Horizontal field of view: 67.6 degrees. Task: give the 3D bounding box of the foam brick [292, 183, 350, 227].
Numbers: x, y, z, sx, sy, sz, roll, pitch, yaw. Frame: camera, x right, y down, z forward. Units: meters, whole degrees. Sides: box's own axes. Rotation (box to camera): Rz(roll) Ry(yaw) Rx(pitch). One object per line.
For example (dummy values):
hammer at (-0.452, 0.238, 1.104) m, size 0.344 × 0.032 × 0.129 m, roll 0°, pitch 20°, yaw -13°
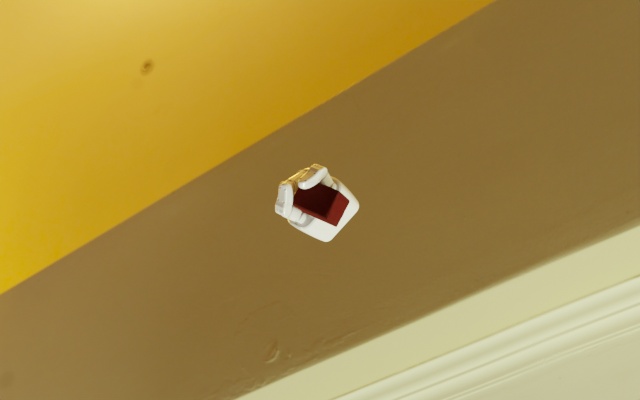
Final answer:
foam brick at (0.000, 0.003, 0.812) m, size 0.078 × 0.053 × 0.051 m, roll 24°, pitch -8°, yaw 32°
